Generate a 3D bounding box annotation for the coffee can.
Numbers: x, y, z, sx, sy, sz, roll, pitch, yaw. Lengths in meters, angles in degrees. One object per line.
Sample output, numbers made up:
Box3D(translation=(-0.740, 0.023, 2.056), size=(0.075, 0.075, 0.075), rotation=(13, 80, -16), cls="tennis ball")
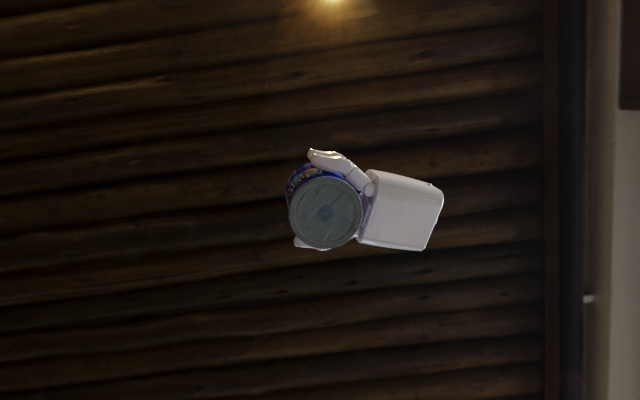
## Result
Box3D(translation=(0.000, 0.002, 0.722), size=(0.103, 0.103, 0.140), rotation=(0, 13, -6), cls="coffee can")
